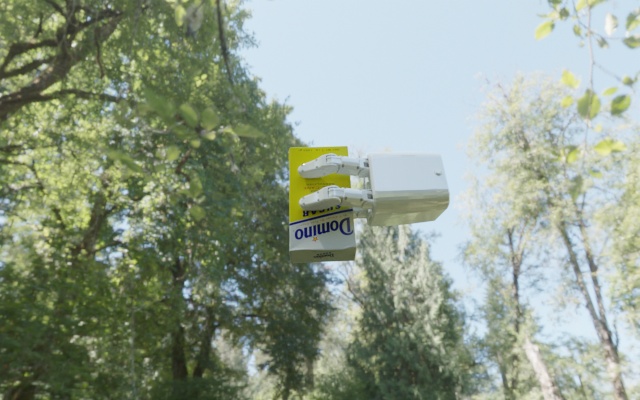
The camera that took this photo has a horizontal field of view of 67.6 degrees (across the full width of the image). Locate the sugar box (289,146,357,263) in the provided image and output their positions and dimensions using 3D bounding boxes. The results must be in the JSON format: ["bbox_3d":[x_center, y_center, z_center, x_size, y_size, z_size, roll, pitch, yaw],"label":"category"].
[{"bbox_3d":[0.000,0.002,0.697,0.093,0.176,0.048,-3,-34,-1],"label":"sugar box"}]
